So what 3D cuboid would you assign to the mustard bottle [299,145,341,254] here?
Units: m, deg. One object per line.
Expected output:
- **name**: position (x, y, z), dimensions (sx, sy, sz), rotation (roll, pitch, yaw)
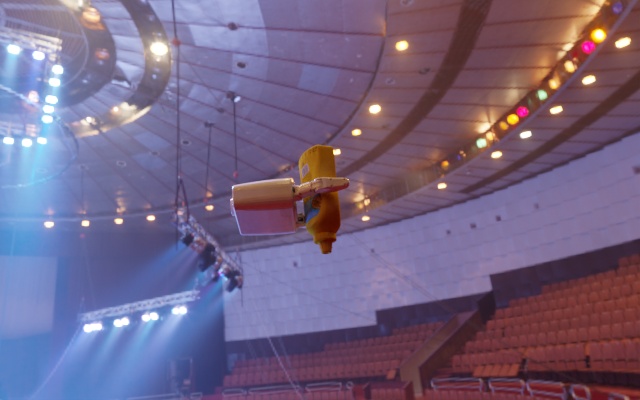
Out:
- **mustard bottle**: position (0.000, 0.003, 0.868), dimensions (0.058, 0.191, 0.096), rotation (4, -23, -25)
